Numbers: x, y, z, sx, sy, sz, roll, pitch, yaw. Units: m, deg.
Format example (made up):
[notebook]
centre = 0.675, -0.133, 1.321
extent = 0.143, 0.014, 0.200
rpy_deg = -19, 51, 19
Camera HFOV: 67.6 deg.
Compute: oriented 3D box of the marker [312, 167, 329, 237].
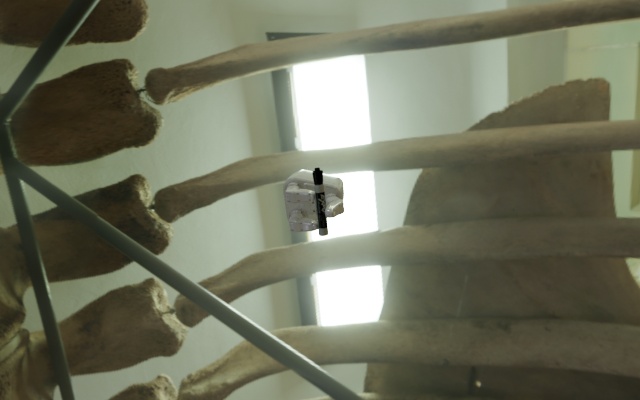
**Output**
[marker]
centre = 0.000, 0.003, 0.828
extent = 0.020, 0.121, 0.020
rpy_deg = -5, 14, 1
